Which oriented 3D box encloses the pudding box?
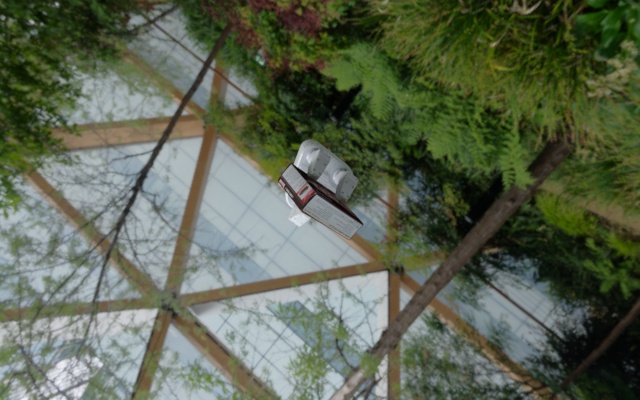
[{"bbox_3d":[0.000,0.002,0.697,0.113,0.039,0.090,31,11,-40],"label":"pudding box"}]
